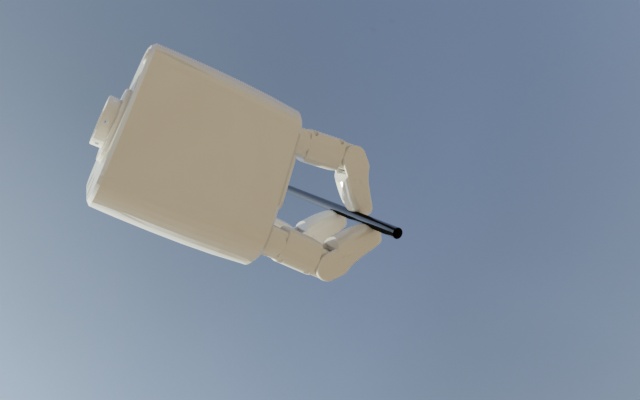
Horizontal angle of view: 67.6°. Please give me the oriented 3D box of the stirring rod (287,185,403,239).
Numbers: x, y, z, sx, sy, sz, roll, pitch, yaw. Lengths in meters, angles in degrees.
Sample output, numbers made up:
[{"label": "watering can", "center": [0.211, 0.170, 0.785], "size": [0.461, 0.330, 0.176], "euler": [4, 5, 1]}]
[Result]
[{"label": "stirring rod", "center": [0.000, 0.001, 0.428], "size": [0.011, 0.011, 0.239], "euler": [0, 10, -26]}]
